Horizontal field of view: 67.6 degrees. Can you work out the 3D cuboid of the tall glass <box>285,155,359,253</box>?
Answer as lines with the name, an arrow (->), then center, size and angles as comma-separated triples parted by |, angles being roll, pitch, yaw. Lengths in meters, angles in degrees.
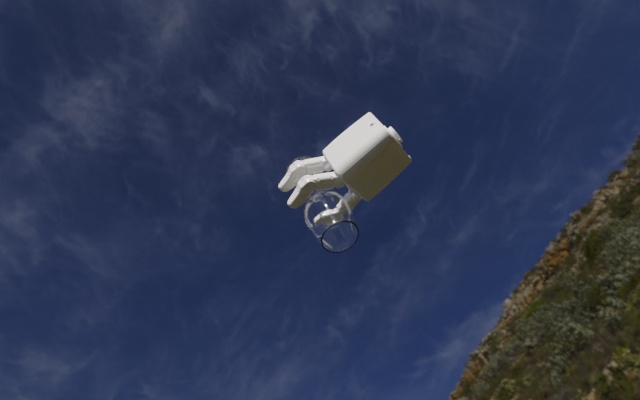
tall glass -> 0.000, 0.002, 0.807 | 0.079, 0.079, 0.201 | 0, 33, -21
